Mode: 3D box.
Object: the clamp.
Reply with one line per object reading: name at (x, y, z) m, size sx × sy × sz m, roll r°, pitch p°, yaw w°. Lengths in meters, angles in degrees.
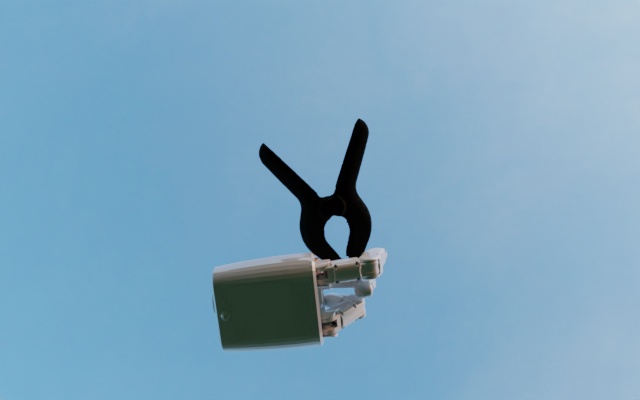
clamp at (0.000, 0.002, 0.521) m, size 0.120 × 0.171 × 0.039 m, roll -6°, pitch 3°, yaw 2°
